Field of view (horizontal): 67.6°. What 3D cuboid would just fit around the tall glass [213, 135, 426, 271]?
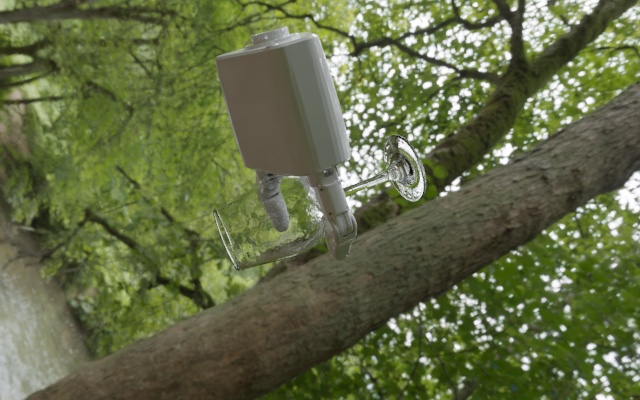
[{"bbox_3d":[0.001,0.001,0.471,0.201,0.079,0.079,-22,7,-17],"label":"tall glass"}]
